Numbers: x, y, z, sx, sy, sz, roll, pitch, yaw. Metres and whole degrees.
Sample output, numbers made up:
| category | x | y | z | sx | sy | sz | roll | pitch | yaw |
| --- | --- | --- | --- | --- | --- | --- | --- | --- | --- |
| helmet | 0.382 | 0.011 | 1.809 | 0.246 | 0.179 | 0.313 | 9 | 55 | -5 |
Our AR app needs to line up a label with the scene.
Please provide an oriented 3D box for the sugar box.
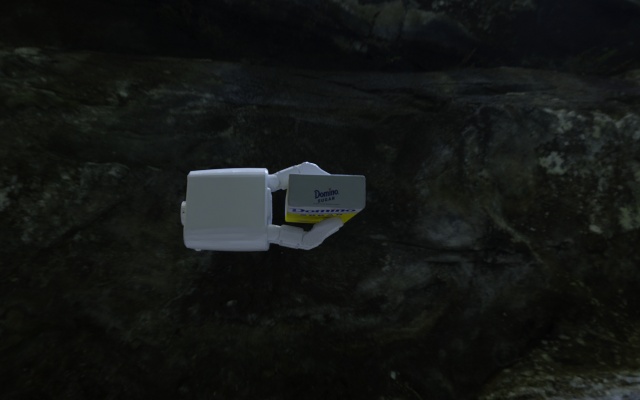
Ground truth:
| category | x | y | z | sx | sy | sz | roll | pitch | yaw |
| --- | --- | --- | --- | --- | --- | --- | --- | --- | --- |
| sugar box | 0.000 | 0.003 | 0.641 | 0.093 | 0.048 | 0.176 | 2 | -6 | -4 |
